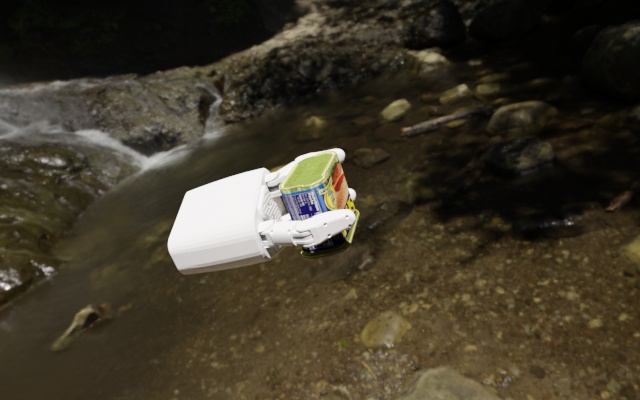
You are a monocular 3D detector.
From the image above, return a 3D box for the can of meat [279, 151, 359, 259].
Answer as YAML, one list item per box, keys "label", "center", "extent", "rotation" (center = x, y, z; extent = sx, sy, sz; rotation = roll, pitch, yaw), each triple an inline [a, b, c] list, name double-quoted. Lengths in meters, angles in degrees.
- label: "can of meat"
  center: [0.000, 0.001, 0.531]
  extent: [0.057, 0.084, 0.102]
  rotation: [-12, 23, 19]
